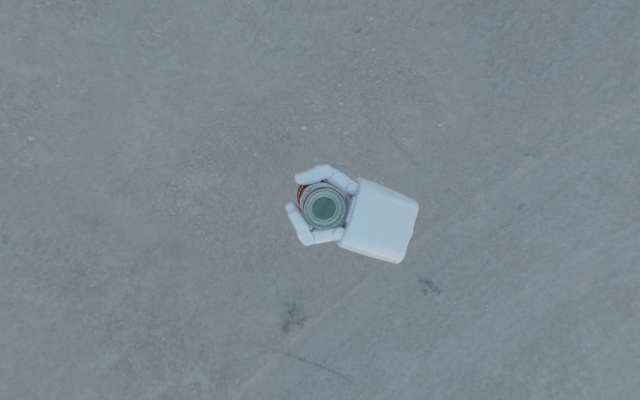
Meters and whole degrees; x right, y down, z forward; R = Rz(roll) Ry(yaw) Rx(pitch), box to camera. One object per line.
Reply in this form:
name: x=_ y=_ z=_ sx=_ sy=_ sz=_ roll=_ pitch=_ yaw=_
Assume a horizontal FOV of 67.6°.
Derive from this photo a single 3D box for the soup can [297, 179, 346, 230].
soup can: x=0.000 y=0.002 z=0.762 sx=0.068 sy=0.068 sz=0.102 roll=0 pitch=12 yaw=-7
